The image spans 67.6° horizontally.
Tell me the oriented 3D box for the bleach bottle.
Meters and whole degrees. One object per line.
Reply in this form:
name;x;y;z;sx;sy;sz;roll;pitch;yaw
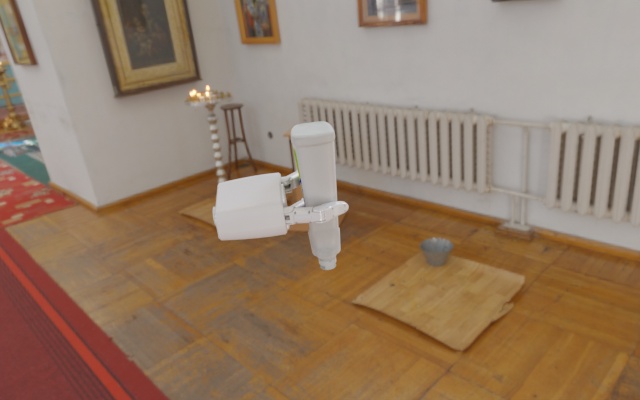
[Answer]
bleach bottle;0.000;0.003;0.791;0.068;0.251;0.102;-8;21;-2
